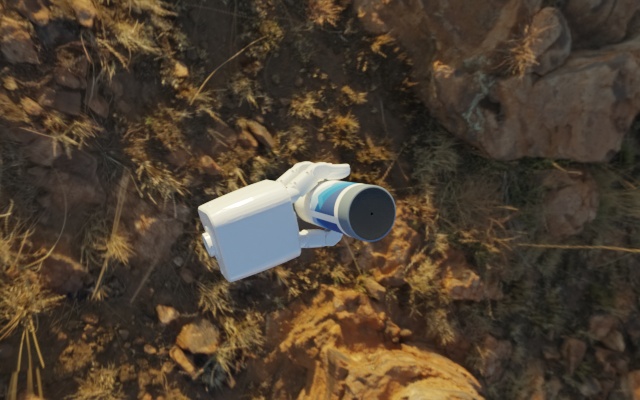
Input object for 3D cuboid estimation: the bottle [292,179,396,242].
[{"bbox_3d":[0.000,0.002,0.688,0.069,0.069,0.295,0,5,-24],"label":"bottle"}]
